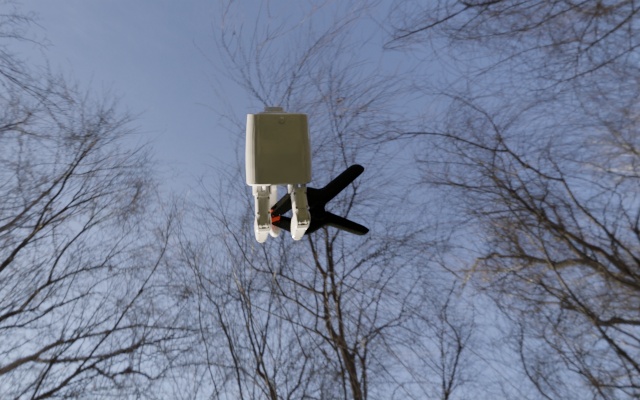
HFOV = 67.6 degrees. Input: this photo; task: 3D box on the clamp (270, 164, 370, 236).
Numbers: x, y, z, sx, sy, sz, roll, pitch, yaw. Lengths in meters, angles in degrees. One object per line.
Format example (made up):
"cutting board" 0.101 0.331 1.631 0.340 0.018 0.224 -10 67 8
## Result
"clamp" 0.000 0.002 0.762 0.171 0.120 0.039 -3 11 -17
